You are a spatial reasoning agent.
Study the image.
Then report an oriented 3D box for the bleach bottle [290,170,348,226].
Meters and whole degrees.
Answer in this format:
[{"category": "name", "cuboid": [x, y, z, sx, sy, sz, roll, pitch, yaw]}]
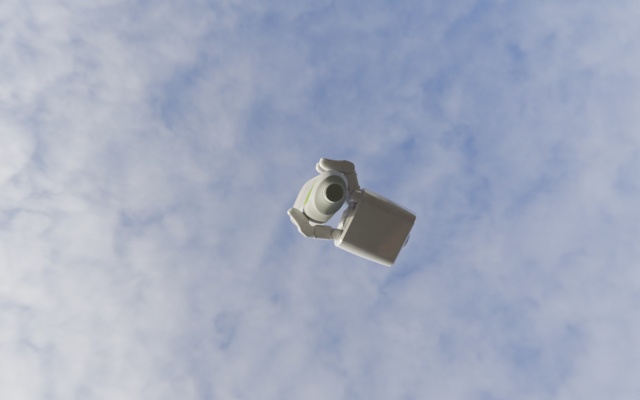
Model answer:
[{"category": "bleach bottle", "cuboid": [0.000, 0.003, 0.841, 0.068, 0.102, 0.251, 23, -6, -6]}]
